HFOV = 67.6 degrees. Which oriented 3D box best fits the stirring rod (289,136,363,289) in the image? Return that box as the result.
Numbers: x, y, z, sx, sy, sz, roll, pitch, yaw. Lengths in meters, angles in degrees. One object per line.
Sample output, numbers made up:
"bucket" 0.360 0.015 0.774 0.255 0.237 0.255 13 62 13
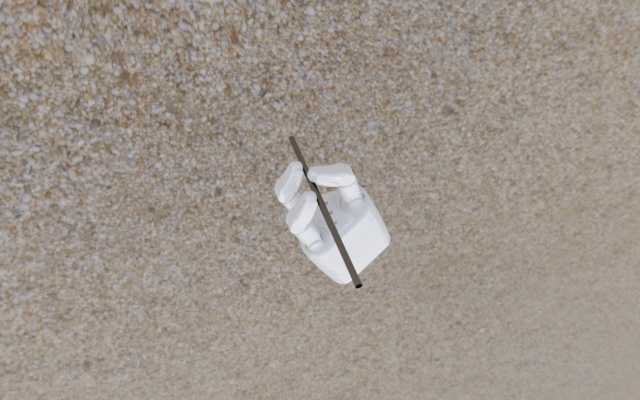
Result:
"stirring rod" 0.000 0.002 0.555 0.011 0.239 0.011 -14 -41 -12
